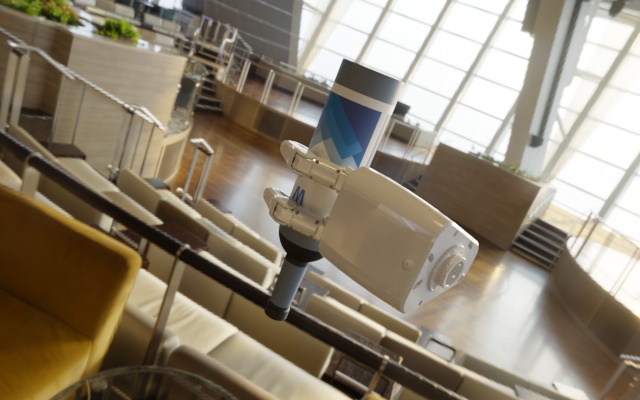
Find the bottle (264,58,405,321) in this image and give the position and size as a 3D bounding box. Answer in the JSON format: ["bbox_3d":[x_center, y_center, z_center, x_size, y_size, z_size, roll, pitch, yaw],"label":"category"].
[{"bbox_3d":[0.000,0.001,0.515,0.069,0.296,0.069,20,17,-6],"label":"bottle"}]
